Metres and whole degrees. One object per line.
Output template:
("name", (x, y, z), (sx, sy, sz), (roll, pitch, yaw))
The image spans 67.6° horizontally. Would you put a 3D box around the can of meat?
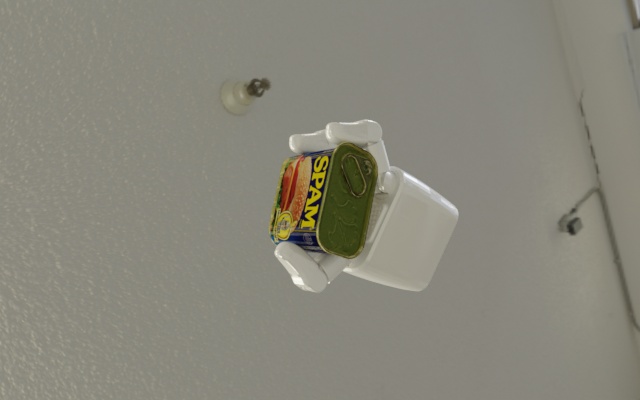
("can of meat", (0.000, 0.002, 0.456), (0.057, 0.102, 0.084), (22, -16, -37))
